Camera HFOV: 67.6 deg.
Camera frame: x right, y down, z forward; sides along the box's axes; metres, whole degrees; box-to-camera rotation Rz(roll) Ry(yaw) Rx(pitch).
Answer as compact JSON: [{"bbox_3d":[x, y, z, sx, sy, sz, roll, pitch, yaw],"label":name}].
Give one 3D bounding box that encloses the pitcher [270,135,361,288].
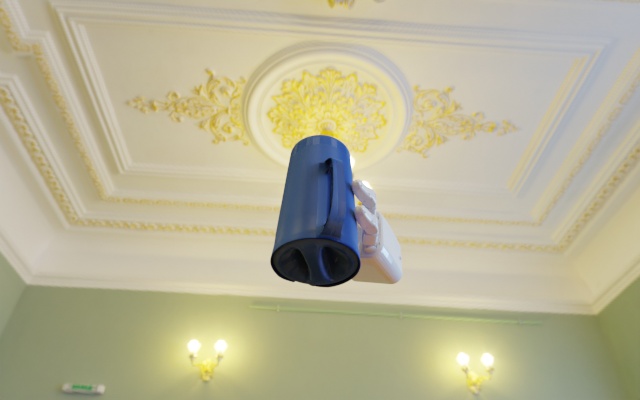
[{"bbox_3d":[0.000,0.003,0.769,0.149,0.242,0.145,-18,-45,22],"label":"pitcher"}]
